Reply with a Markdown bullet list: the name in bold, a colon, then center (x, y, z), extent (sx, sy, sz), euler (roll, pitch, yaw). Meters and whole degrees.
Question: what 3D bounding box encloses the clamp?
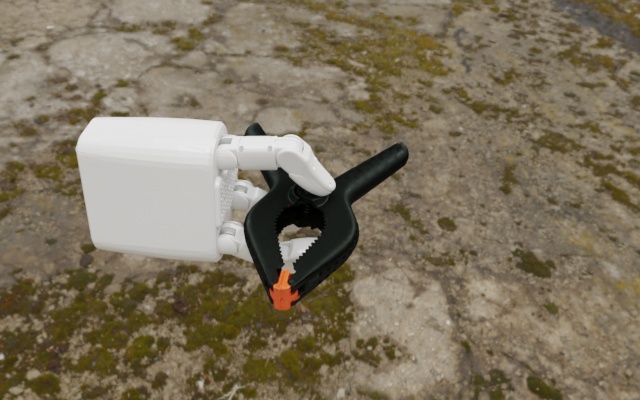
- **clamp**: center (0.000, 0.001, 0.415), extent (0.164, 0.036, 0.209), euler (3, 43, 2)
